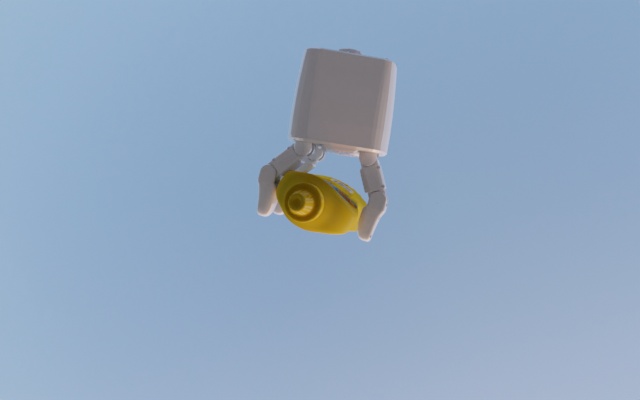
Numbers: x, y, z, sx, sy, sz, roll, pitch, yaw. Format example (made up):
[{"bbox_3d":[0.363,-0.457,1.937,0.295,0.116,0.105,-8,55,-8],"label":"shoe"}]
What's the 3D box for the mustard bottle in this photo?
[{"bbox_3d":[0.000,0.002,0.556,0.096,0.058,0.191,35,7,12],"label":"mustard bottle"}]
